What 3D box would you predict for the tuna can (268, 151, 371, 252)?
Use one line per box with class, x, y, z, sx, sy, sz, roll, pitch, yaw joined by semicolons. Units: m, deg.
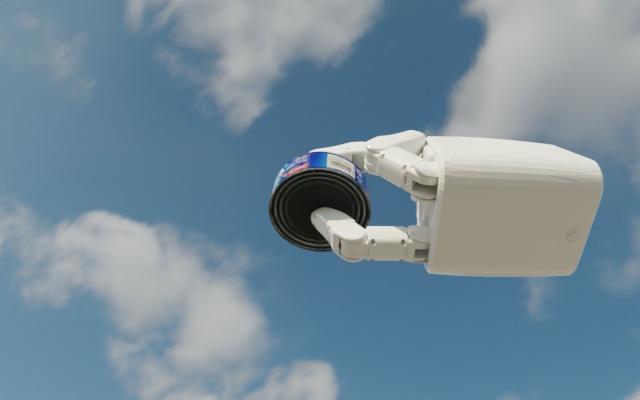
tuna can;0.000;0.001;0.412;0.086;0.086;0.033;0;35;3
